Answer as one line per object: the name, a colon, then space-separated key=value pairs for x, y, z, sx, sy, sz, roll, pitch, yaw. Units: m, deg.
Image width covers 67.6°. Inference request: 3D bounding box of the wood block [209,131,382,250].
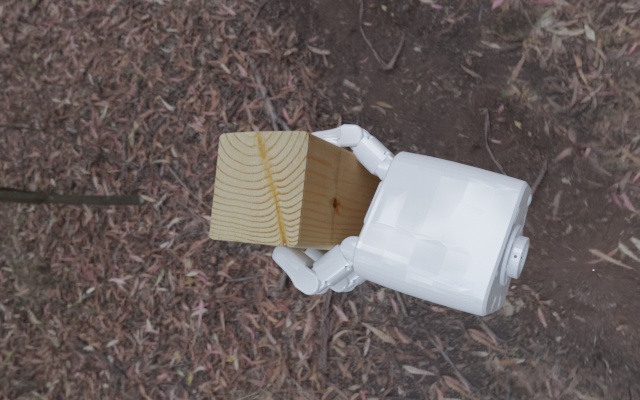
wood block: x=0.000 y=0.001 z=0.463 sx=0.090 sy=0.091 sz=0.206 roll=3 pitch=-6 yaw=30
